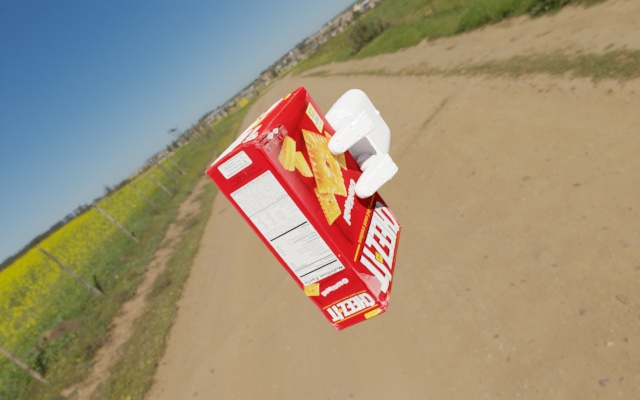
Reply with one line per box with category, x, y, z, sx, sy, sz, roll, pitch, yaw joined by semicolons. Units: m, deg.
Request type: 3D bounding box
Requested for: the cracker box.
cracker box;0.000;0.002;0.512;0.072;0.214;0.164;-29;18;28
